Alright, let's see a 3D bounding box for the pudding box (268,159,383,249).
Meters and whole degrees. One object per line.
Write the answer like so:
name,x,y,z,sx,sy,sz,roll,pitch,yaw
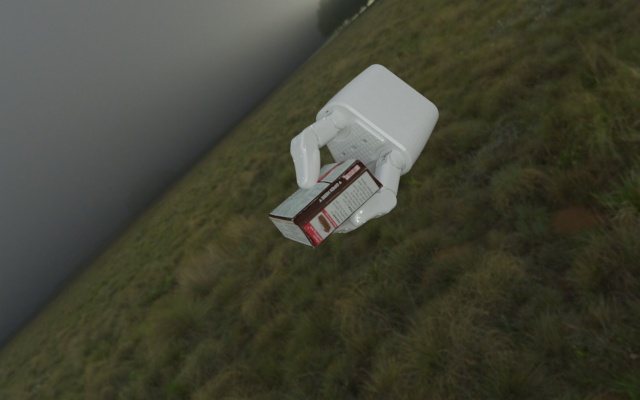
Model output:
pudding box,0.000,0.001,0.483,0.090,0.039,0.113,-43,11,-12
